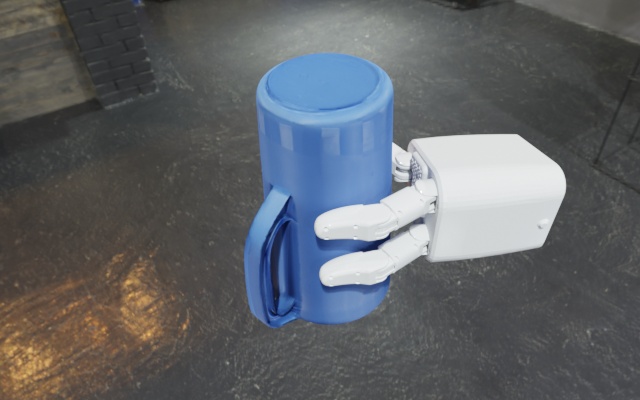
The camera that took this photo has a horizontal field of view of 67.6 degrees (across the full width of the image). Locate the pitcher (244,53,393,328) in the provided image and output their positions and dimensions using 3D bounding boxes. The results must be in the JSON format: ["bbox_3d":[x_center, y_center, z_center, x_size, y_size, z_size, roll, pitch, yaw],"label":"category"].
[{"bbox_3d":[0.000,0.001,0.443,0.145,0.243,0.149,-4,42,-1],"label":"pitcher"}]
